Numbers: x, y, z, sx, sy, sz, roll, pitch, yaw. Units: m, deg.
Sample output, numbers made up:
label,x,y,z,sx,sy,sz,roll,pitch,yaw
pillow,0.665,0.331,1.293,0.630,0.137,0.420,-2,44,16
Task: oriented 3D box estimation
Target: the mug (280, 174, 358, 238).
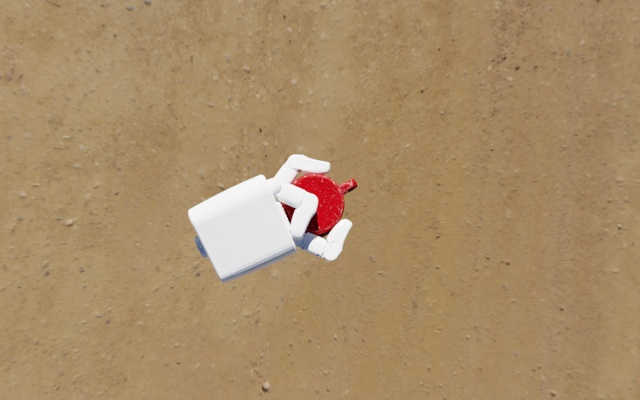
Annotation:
label,x,y,z,sx,sy,sz,roll,pitch,yaw
mug,0.001,0.002,0.673,0.117,0.093,0.081,-26,-3,-7
